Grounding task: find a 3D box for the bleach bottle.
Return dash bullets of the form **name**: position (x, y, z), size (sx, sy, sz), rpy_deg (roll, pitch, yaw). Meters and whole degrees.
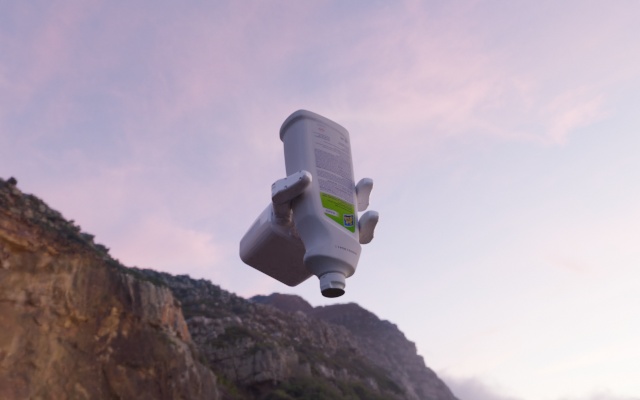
- **bleach bottle**: position (0.000, 0.002, 0.616), size (0.102, 0.250, 0.068), rpy_deg (18, -41, -29)
